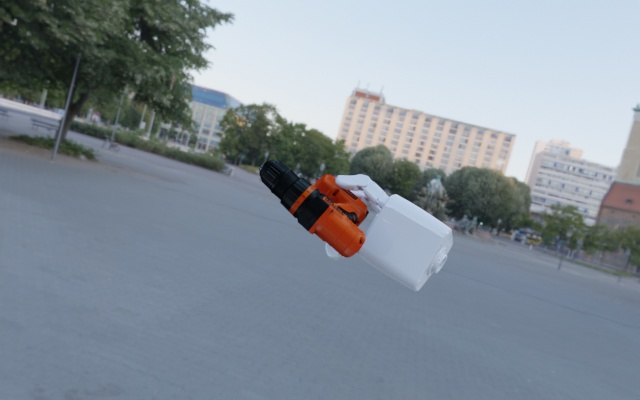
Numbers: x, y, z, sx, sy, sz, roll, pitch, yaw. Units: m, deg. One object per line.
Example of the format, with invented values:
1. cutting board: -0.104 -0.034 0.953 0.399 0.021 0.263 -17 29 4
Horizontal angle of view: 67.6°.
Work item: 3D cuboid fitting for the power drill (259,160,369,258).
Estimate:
1. power drill: 0.000 0.003 0.745 0.184 0.057 0.187 43 15 5
